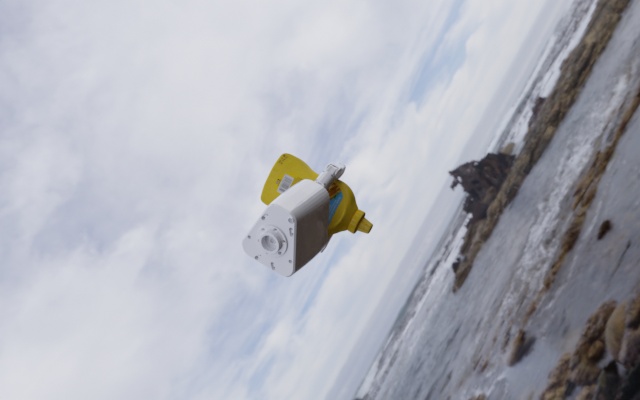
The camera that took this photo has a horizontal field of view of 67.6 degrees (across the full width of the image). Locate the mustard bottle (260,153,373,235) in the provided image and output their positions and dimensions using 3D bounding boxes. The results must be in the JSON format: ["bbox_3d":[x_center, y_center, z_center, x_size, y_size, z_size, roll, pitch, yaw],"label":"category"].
[{"bbox_3d":[0.000,0.002,0.798,0.191,0.096,0.058,28,6,14],"label":"mustard bottle"}]
